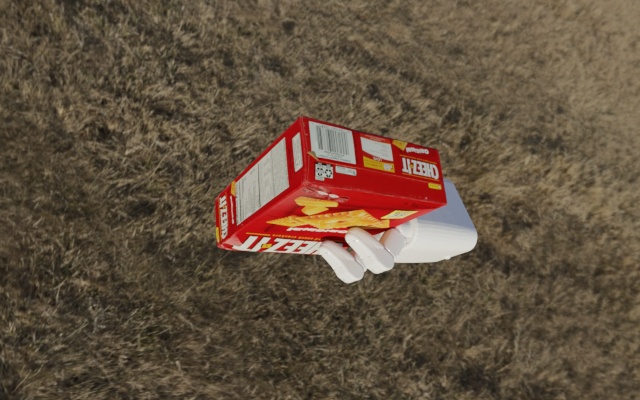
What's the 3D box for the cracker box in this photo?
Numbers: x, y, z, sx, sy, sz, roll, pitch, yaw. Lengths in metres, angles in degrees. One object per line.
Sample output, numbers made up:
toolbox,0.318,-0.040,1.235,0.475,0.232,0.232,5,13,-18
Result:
cracker box,0.000,0.001,0.518,0.164,0.072,0.214,8,-24,-31
